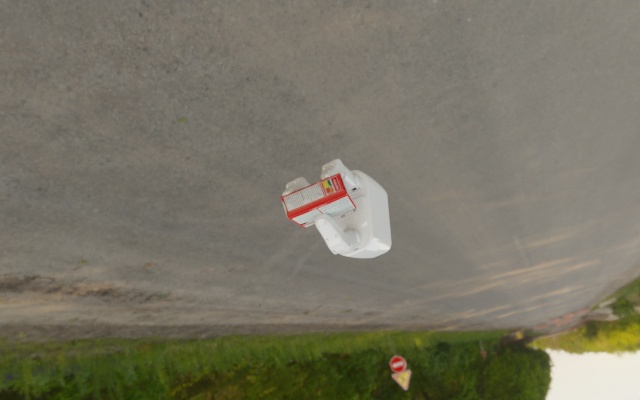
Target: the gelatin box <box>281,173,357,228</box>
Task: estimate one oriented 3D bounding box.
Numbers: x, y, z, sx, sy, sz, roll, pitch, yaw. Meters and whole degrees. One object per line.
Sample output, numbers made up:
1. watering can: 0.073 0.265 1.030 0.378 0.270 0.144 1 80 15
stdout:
1. gelatin box: 0.000 0.002 0.571 0.073 0.030 0.089 -22 -14 6
